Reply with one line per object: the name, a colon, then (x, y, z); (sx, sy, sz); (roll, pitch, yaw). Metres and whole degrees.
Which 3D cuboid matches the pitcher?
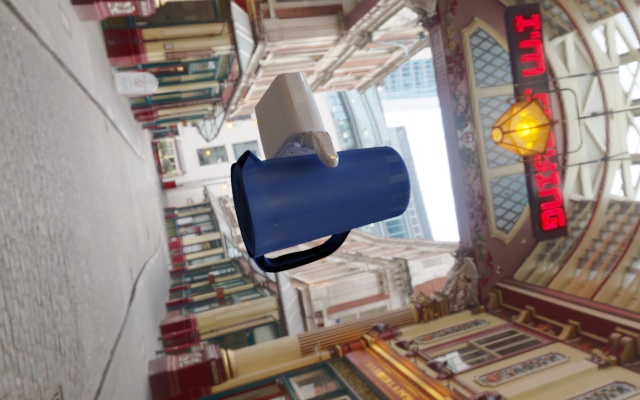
pitcher: (0.000, 0.002, 0.684); (0.243, 0.145, 0.149); (-11, -20, -18)
